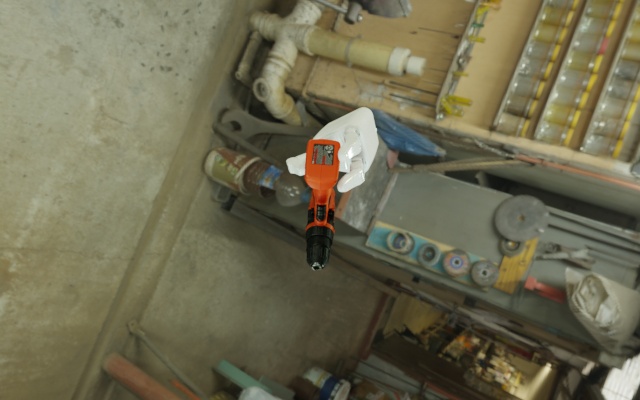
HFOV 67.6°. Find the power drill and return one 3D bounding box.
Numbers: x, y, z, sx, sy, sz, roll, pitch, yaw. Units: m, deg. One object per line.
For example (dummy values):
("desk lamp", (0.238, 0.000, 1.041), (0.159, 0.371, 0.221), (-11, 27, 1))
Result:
("power drill", (0.000, 0.002, 0.828), (0.057, 0.184, 0.188), (3, -41, 0))
